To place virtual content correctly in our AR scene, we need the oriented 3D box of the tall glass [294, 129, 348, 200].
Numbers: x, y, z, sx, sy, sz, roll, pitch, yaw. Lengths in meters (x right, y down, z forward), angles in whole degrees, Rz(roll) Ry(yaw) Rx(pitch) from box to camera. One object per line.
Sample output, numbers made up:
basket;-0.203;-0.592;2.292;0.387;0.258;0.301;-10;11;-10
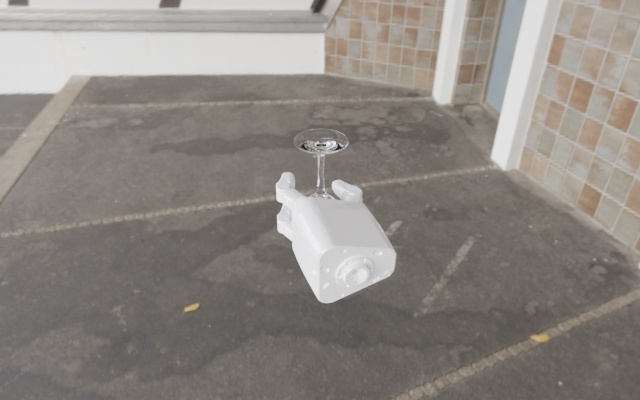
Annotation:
tall glass;0.000;0.002;0.700;0.079;0.201;0.079;0;33;0
